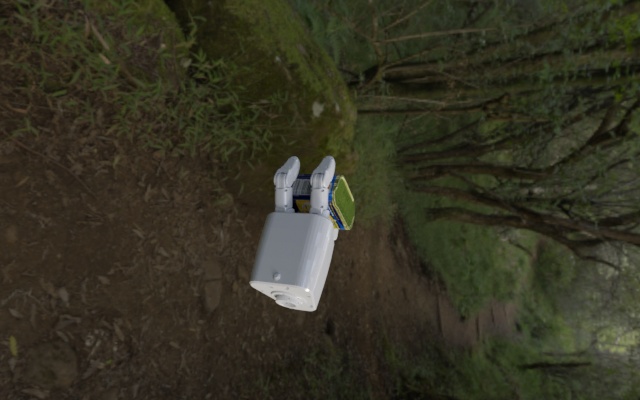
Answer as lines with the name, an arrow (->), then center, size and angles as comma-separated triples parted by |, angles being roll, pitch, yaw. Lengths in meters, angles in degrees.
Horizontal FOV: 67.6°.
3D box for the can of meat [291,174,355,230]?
can of meat -> 0.000, 0.002, 0.726 | 0.084, 0.057, 0.102 | 3, -32, 23
